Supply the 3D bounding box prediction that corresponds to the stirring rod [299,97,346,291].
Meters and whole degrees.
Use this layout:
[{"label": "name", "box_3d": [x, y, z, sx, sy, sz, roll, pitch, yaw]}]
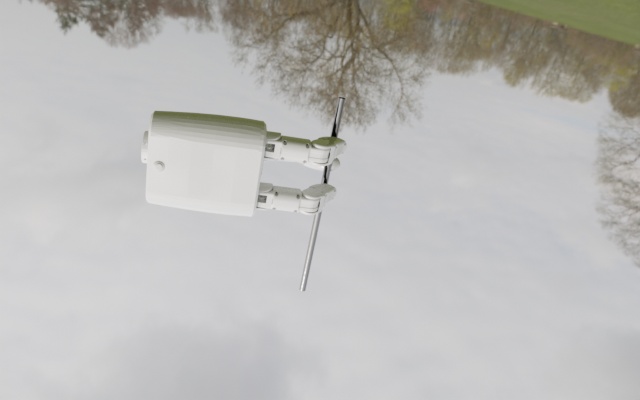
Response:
[{"label": "stirring rod", "box_3d": [0.000, 0.002, 0.545, 0.011, 0.240, 0.011, 10, 23, -4]}]
